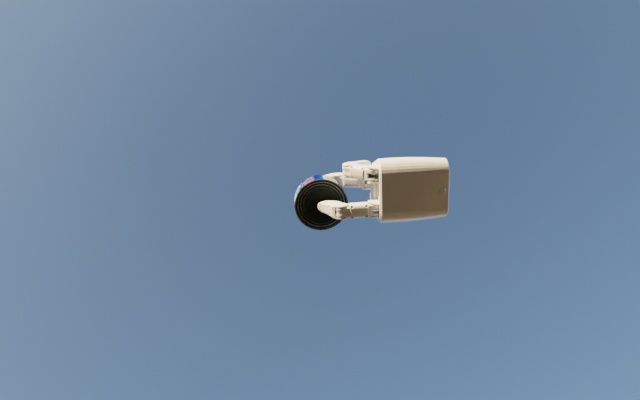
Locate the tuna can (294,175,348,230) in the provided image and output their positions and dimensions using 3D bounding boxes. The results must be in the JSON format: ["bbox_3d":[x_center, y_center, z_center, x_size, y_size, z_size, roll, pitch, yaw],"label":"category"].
[{"bbox_3d":[0.000,0.002,0.775,0.086,0.086,0.033,0,18,-6],"label":"tuna can"}]
